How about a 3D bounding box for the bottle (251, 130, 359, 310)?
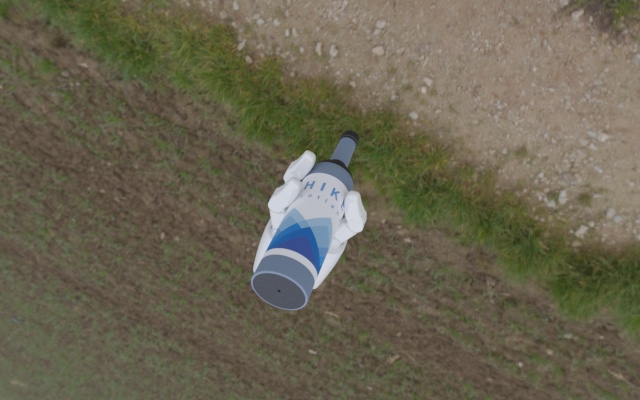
[{"bbox_3d":[0.000,0.002,0.619,0.069,0.069,0.295,0,41,24],"label":"bottle"}]
